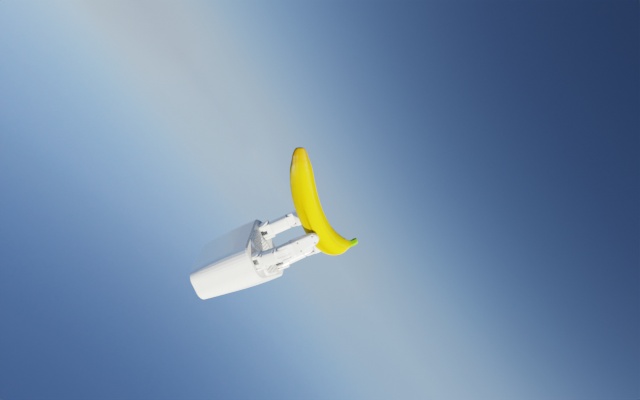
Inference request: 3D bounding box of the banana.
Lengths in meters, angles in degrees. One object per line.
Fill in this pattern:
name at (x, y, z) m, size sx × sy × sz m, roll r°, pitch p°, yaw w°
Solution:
banana at (-0.005, 0.017, 0.700) m, size 0.037 × 0.198 × 0.069 m, roll -5°, pitch 39°, yaw 32°
